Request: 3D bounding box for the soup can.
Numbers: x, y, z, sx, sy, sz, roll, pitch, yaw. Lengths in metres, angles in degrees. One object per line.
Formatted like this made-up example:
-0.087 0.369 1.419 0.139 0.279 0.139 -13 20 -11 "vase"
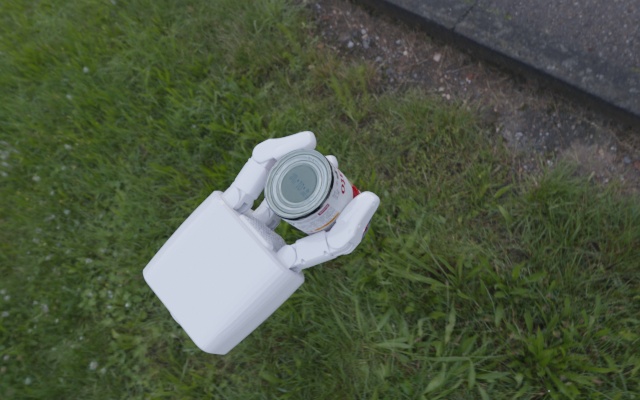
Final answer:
0.000 0.001 0.450 0.068 0.068 0.102 0 -20 26 "soup can"
